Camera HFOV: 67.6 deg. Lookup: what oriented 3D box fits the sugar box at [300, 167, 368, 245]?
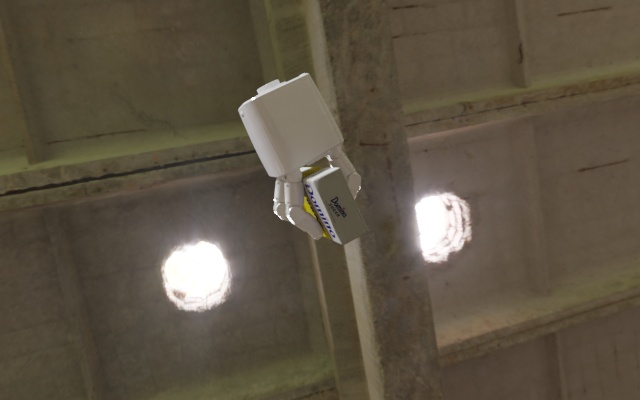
[{"bbox_3d":[0.000,0.002,0.671,0.048,0.093,0.176,-27,11,-11],"label":"sugar box"}]
